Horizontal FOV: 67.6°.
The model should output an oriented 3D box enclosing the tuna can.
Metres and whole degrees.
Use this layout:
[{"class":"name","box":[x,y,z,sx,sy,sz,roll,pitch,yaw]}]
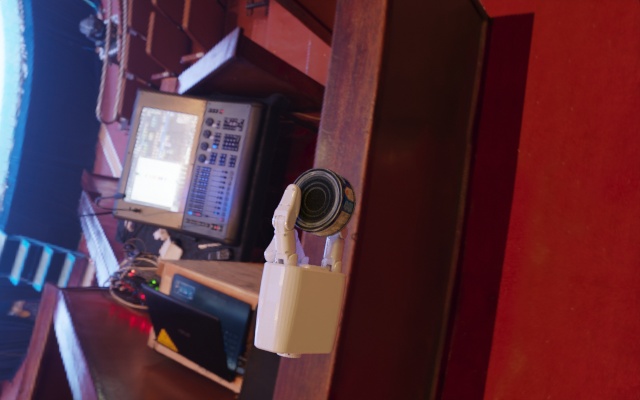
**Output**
[{"class":"tuna can","box":[0.000,0.002,0.612,0.086,0.086,0.034,0,-14,33]}]
